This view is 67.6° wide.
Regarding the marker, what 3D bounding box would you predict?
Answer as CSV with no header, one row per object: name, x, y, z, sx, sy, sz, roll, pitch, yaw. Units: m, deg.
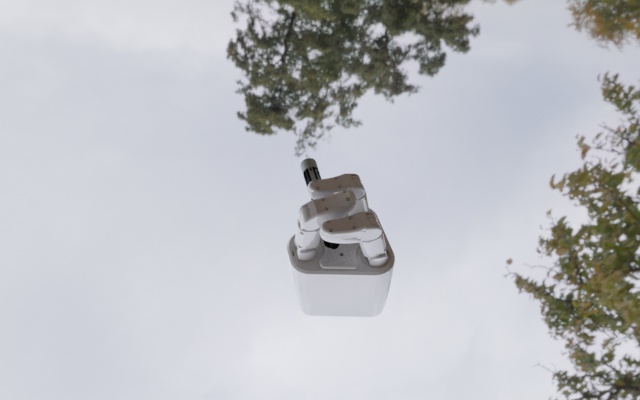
marker,0.000,0.002,0.507,0.020,0.121,0.020,-10,-41,-9
